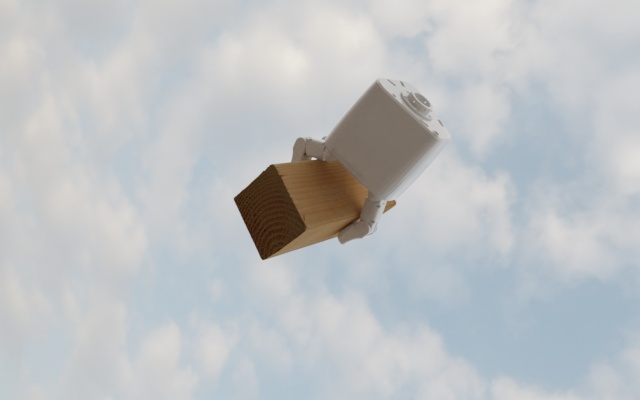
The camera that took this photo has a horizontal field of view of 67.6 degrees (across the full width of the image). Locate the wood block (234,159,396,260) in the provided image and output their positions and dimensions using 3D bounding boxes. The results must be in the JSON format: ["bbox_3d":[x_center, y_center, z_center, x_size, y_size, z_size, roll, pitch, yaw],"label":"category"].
[{"bbox_3d":[0.001,0.002,0.644,0.090,0.091,0.206,-37,-16,37],"label":"wood block"}]
